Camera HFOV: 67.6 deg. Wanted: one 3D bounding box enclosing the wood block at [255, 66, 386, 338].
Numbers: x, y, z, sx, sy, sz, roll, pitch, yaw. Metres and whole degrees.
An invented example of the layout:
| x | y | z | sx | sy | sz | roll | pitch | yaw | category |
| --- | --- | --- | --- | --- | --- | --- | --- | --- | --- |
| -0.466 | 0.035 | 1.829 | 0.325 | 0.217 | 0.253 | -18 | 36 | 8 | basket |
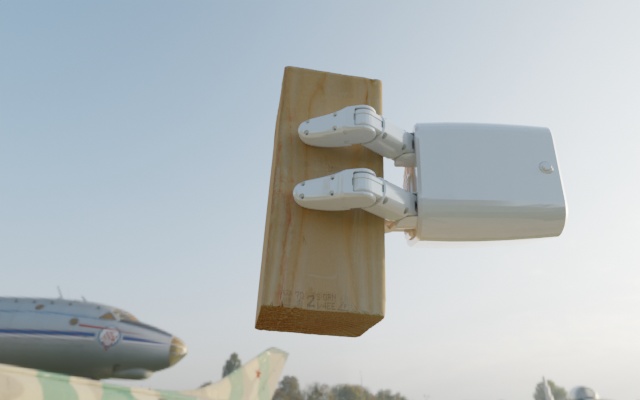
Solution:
| x | y | z | sx | sy | sz | roll | pitch | yaw | category |
| --- | --- | --- | --- | --- | --- | --- | --- | --- | --- |
| 0.000 | 0.001 | 0.405 | 0.090 | 0.206 | 0.091 | 6 | -27 | -7 | wood block |
